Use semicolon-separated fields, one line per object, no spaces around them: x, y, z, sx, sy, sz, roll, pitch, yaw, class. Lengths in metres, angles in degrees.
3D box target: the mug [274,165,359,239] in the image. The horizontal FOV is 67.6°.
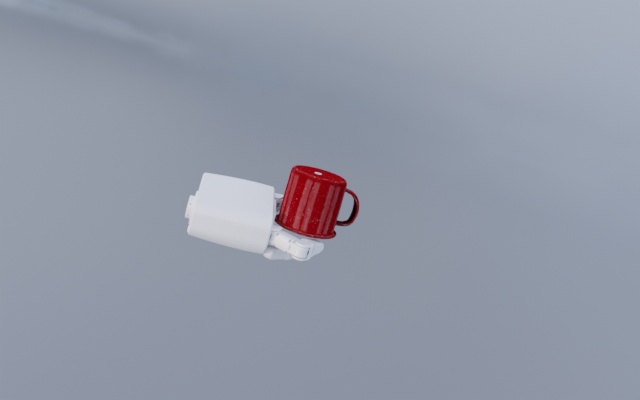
0.002;0.002;0.678;0.117;0.081;0.093;13;13;-13;mug
